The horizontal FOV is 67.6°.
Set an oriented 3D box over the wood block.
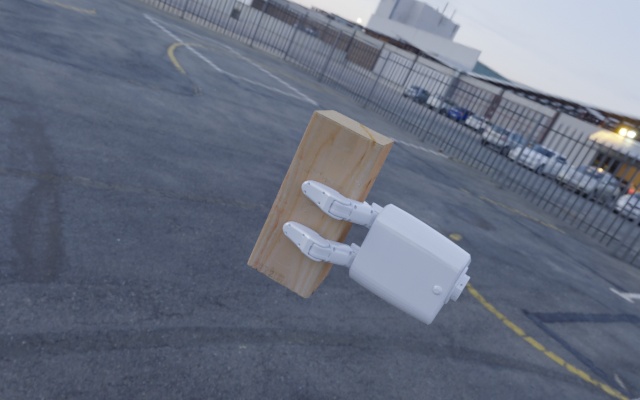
[{"bbox_3d":[0.001,0.002,0.591,0.090,0.206,0.091,29,17,10],"label":"wood block"}]
